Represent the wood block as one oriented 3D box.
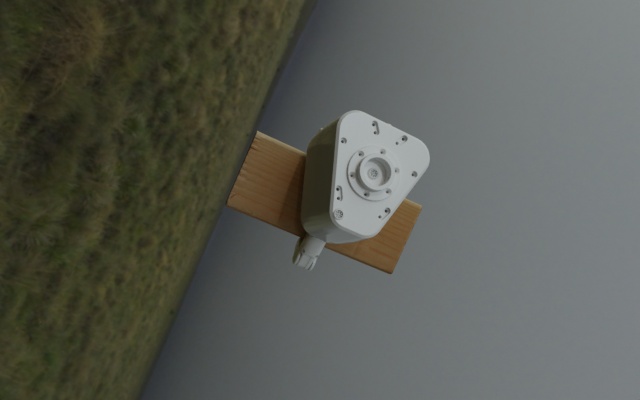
[{"bbox_3d":[0.000,0.002,0.572,0.206,0.091,0.090,24,1,-11],"label":"wood block"}]
